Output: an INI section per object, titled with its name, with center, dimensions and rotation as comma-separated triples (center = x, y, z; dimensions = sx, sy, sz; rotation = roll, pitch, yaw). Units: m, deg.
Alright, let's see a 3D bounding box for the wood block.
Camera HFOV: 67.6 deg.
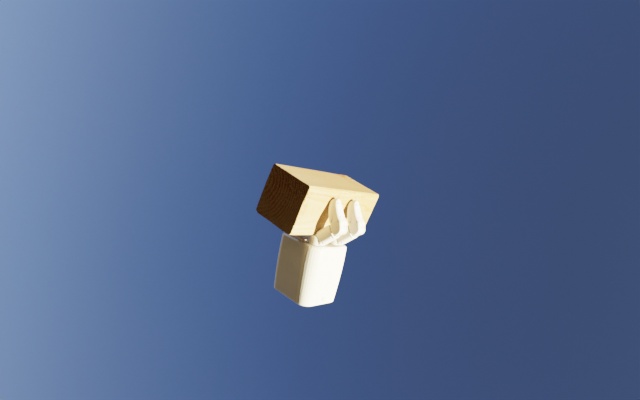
[wood block]
center = 0.000, 0.003, 0.846
dimensions = 0.090, 0.090, 0.206
rotation = 32, 16, 34
